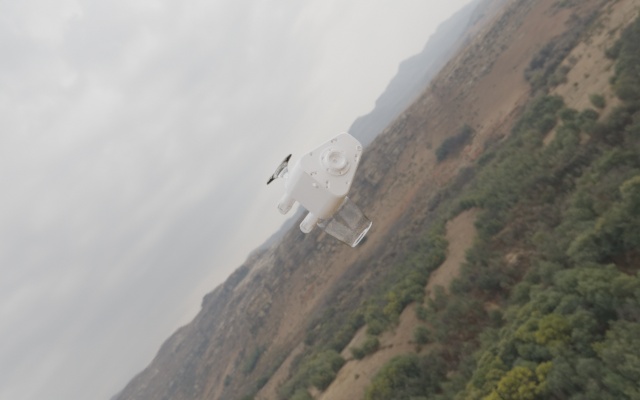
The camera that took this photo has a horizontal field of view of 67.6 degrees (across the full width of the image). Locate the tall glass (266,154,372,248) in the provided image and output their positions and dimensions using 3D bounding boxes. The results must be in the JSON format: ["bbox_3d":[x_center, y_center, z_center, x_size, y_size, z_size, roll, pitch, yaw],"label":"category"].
[{"bbox_3d":[0.000,0.002,0.891,0.201,0.079,0.079,39,1,1],"label":"tall glass"}]
